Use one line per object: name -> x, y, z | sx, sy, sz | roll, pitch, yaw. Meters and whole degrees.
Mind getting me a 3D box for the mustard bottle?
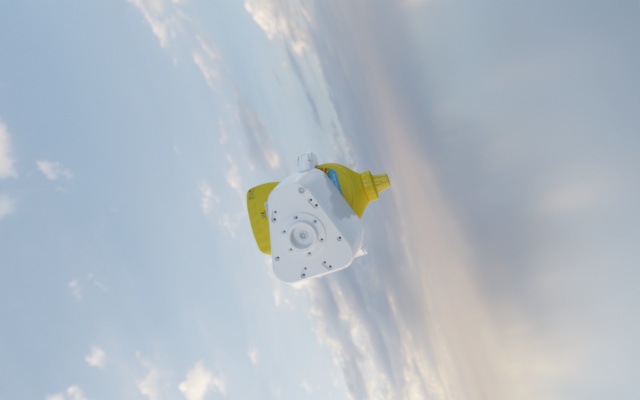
mustard bottle -> 0.000, 0.002, 0.642 | 0.191, 0.096, 0.058 | -19, -18, 11
